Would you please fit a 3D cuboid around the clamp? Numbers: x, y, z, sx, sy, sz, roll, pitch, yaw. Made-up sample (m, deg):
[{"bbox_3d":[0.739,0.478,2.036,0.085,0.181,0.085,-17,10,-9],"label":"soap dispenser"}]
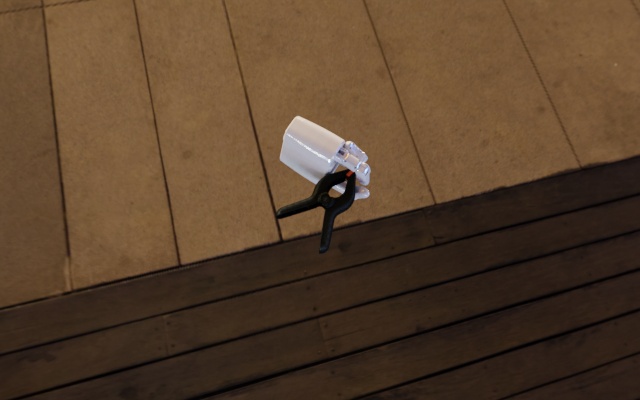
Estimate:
[{"bbox_3d":[0.000,0.003,0.899,0.120,0.171,0.039,31,-18,8],"label":"clamp"}]
